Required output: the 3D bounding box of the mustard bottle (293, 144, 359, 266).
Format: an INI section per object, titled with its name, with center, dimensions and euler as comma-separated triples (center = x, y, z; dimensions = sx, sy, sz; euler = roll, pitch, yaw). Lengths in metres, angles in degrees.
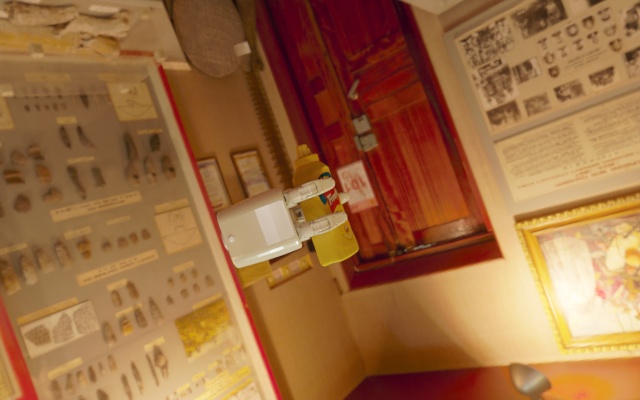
[mustard bottle]
center = 0.001, 0.003, 0.764
dimensions = 0.058, 0.191, 0.096
euler = -21, -1, 25
